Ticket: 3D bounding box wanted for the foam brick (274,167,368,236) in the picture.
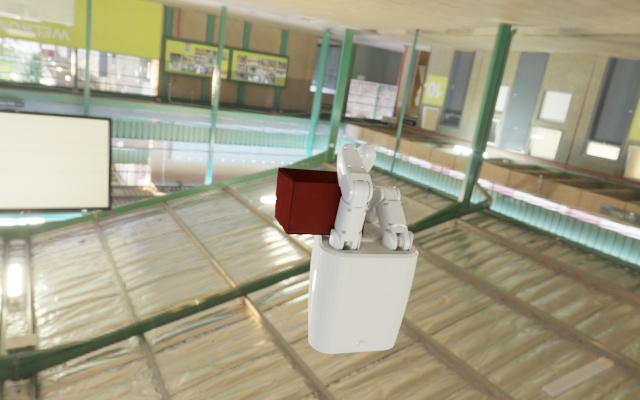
[{"bbox_3d":[0.000,0.001,0.455,0.078,0.051,0.053,3,17,-20],"label":"foam brick"}]
